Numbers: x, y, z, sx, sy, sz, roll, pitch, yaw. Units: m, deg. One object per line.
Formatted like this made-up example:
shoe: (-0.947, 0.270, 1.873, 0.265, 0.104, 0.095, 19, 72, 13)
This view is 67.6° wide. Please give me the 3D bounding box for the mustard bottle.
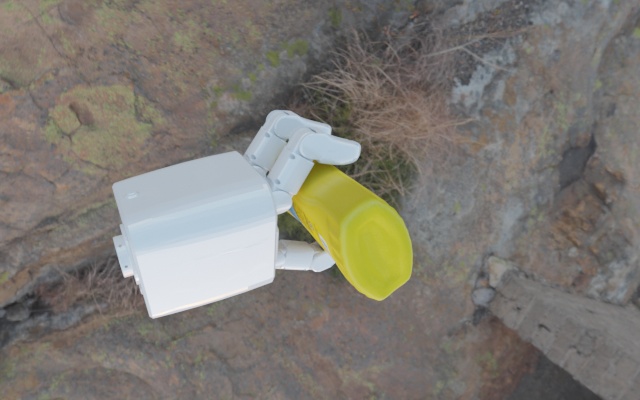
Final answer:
mustard bottle: (0.000, 0.001, 0.422, 0.058, 0.096, 0.191, -37, 37, -9)
